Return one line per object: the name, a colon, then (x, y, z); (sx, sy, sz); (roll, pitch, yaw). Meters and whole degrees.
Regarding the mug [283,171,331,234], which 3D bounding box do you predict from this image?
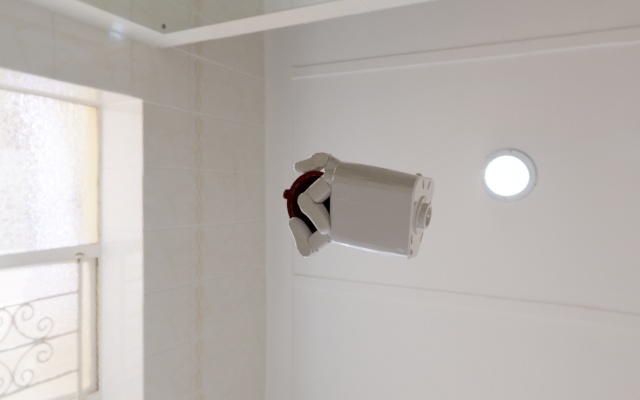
mug: (-0.001, 0.002, 0.709); (0.117, 0.093, 0.081); (12, 6, 28)
